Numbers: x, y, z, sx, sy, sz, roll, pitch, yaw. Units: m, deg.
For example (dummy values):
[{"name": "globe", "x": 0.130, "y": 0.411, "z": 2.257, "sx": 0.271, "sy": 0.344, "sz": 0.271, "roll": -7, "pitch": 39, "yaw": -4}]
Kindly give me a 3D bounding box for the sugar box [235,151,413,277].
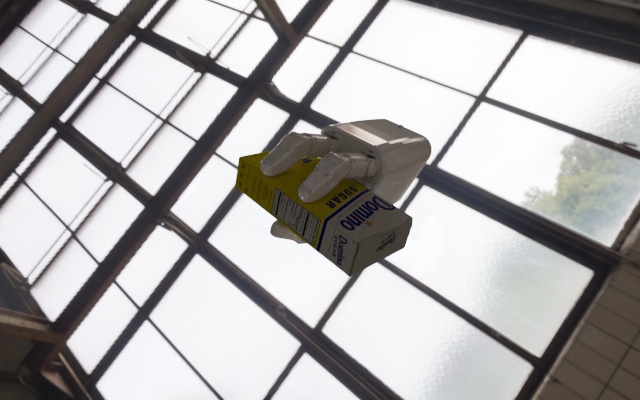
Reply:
[{"name": "sugar box", "x": 0.000, "y": 0.001, "z": 0.500, "sx": 0.176, "sy": 0.048, "sz": 0.093, "roll": 32, "pitch": 34, "yaw": 33}]
